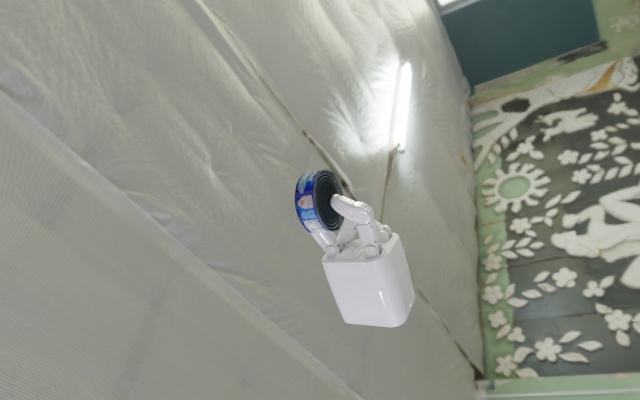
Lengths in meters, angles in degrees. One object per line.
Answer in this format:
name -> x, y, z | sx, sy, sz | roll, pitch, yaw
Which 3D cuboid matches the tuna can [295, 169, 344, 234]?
tuna can -> 0.000, 0.002, 0.654 | 0.034, 0.086, 0.086 | -9, -4, 28
